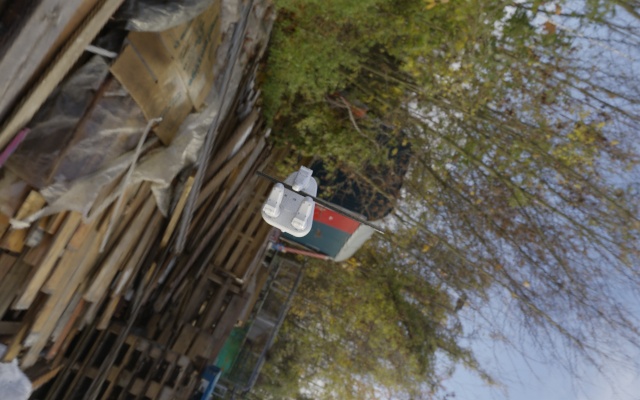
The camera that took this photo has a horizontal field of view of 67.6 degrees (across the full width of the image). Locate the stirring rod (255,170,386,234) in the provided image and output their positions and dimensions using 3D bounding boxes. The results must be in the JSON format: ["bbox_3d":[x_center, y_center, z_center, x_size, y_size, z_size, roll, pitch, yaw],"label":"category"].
[{"bbox_3d":[0.000,0.003,0.809,0.239,0.011,0.011,25,0,1],"label":"stirring rod"}]
